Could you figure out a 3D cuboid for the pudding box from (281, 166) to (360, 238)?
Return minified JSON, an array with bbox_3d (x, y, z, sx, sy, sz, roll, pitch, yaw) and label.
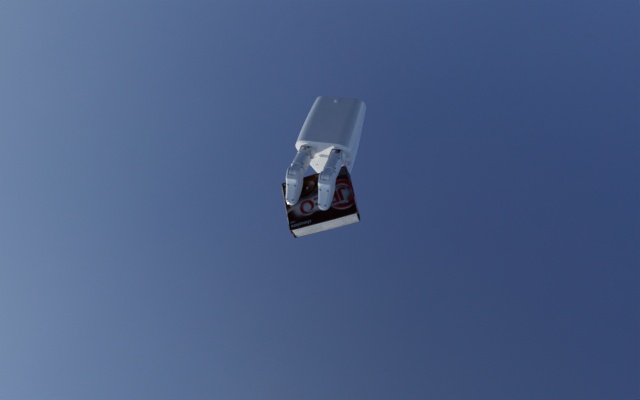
[{"bbox_3d":[0.000,0.003,0.770,0.113,0.090,0.039,-17,-31,7],"label":"pudding box"}]
